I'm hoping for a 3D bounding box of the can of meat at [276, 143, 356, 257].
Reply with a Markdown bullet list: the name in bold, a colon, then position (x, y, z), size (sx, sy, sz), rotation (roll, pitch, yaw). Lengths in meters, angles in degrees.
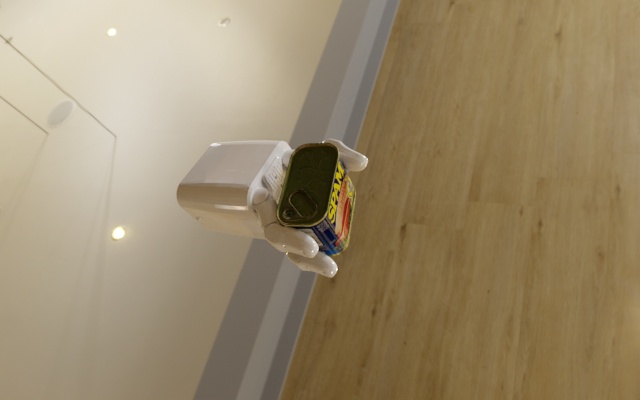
- **can of meat**: position (0.000, 0.002, 0.531), size (0.057, 0.102, 0.084), rotation (0, -30, 22)
